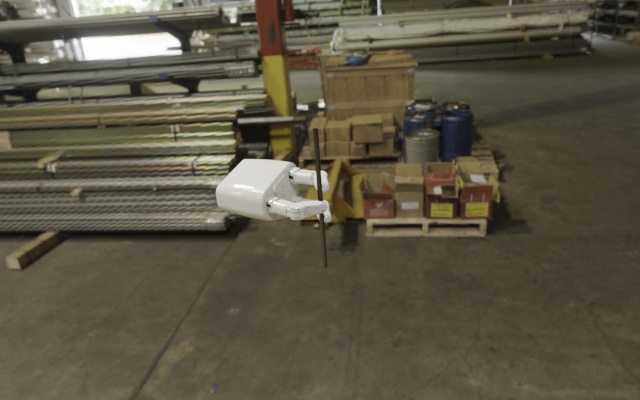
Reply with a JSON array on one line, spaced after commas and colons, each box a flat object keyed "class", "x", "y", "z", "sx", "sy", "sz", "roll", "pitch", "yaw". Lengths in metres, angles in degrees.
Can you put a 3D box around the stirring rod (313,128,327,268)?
[{"class": "stirring rod", "x": 0.000, "y": 0.003, "z": 0.768, "sx": 0.011, "sy": 0.240, "sz": 0.011, "roll": -3, "pitch": 23, "yaw": 1}]
